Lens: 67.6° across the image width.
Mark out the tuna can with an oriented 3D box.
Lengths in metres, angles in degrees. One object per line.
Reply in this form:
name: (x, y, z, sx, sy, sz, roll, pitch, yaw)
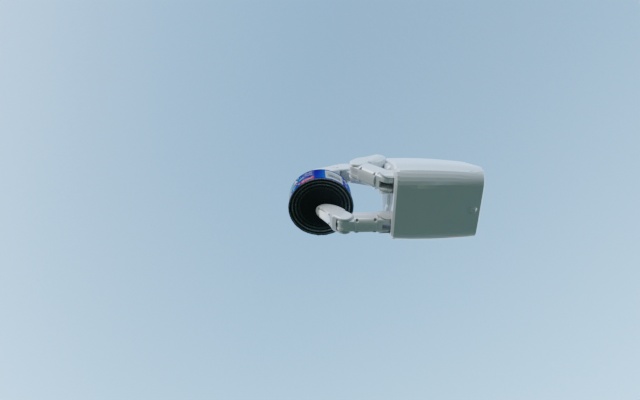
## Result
tuna can: (0.000, 0.002, 0.636, 0.086, 0.086, 0.033, 0, 29, -2)
